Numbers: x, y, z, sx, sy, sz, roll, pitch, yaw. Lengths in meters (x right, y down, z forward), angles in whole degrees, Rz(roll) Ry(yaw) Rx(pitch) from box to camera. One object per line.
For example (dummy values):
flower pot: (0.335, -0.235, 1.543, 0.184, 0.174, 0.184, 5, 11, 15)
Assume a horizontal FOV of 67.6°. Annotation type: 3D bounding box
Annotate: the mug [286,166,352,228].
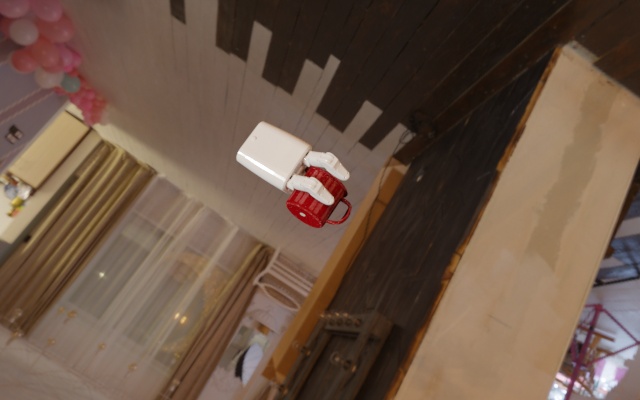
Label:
mug: (0.001, 0.004, 0.875, 0.117, 0.081, 0.093, 31, -19, 9)
